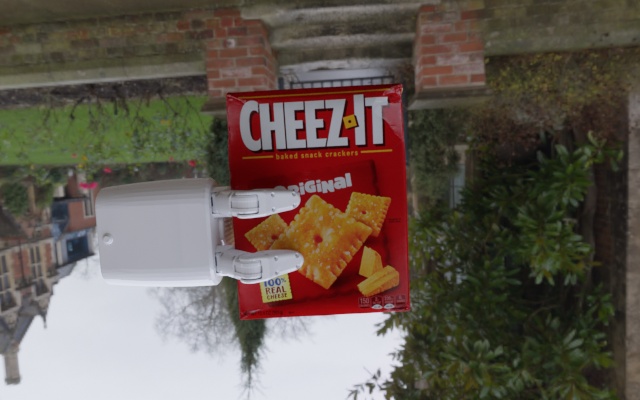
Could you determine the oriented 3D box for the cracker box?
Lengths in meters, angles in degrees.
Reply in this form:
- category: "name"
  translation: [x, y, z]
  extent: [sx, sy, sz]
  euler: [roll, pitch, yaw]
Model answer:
- category: "cracker box"
  translation: [0.000, 0.002, 0.464]
  extent: [0.164, 0.214, 0.072]
  euler: [-3, 5, 3]
